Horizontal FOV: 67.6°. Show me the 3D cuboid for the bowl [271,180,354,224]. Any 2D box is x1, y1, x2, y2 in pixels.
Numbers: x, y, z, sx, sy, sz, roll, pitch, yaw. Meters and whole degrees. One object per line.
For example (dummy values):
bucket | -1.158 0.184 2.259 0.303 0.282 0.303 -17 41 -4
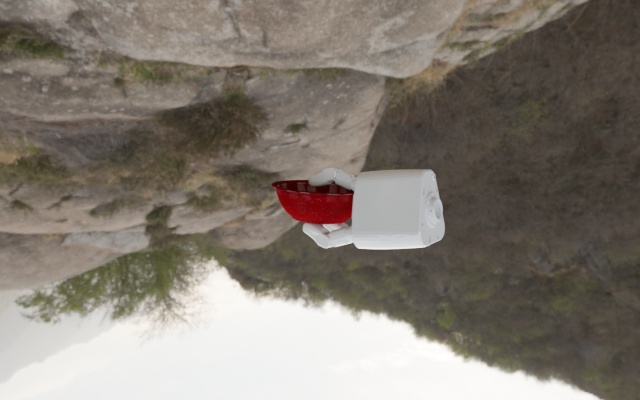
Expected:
bowl | -0.001 0.003 0.776 0.162 0.055 0.162 3 9 -1
